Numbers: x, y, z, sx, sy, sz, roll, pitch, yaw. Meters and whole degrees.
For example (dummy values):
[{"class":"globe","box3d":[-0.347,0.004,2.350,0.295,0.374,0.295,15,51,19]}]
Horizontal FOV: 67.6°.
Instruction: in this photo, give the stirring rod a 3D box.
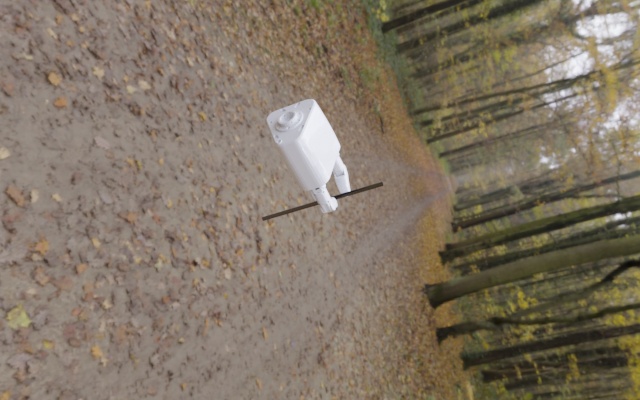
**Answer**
[{"class":"stirring rod","box3d":[0.000,0.003,0.887,0.239,0.011,0.011,-16,-5,16]}]
